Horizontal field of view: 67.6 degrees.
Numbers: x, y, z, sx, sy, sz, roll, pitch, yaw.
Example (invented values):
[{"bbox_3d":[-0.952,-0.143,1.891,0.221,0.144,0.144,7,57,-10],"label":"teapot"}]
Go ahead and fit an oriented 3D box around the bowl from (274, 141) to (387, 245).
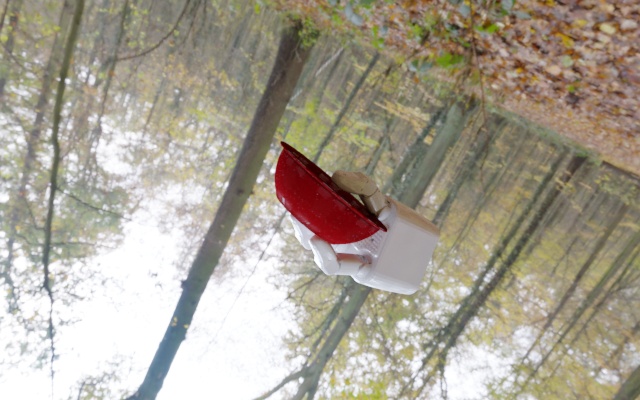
[{"bbox_3d":[-0.001,0.001,0.559,0.162,0.055,0.162,40,6,-5],"label":"bowl"}]
